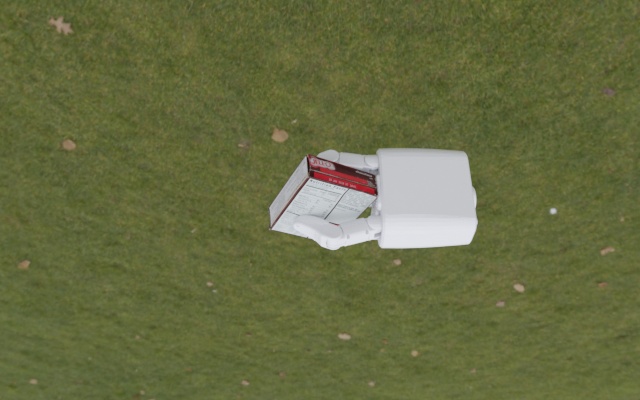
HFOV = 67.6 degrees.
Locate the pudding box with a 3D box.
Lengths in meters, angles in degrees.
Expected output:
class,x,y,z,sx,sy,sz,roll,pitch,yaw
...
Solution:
class,x,y,z,sx,sy,sz,roll,pitch,yaw
pudding box,0.000,0.002,0.562,0.090,0.039,0.113,16,-43,-23
